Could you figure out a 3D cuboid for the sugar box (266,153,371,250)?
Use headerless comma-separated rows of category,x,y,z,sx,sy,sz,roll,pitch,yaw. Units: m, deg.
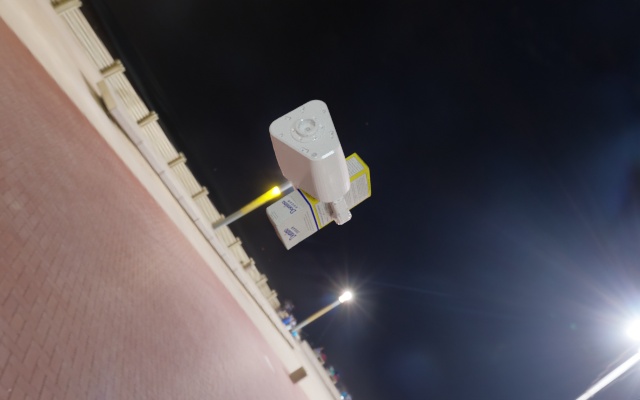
sugar box,0.000,0.002,0.794,0.176,0.048,0.093,-30,-30,-9
